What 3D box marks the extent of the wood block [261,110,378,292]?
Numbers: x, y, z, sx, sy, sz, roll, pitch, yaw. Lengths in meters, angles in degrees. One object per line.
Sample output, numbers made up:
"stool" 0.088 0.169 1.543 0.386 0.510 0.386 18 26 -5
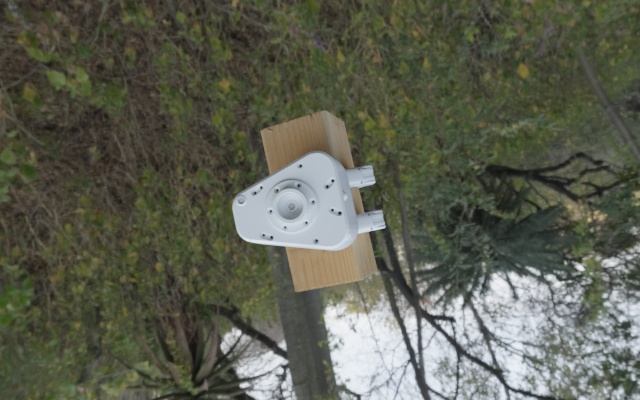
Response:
"wood block" 0.000 0.002 0.614 0.091 0.206 0.090 -13 -4 18
